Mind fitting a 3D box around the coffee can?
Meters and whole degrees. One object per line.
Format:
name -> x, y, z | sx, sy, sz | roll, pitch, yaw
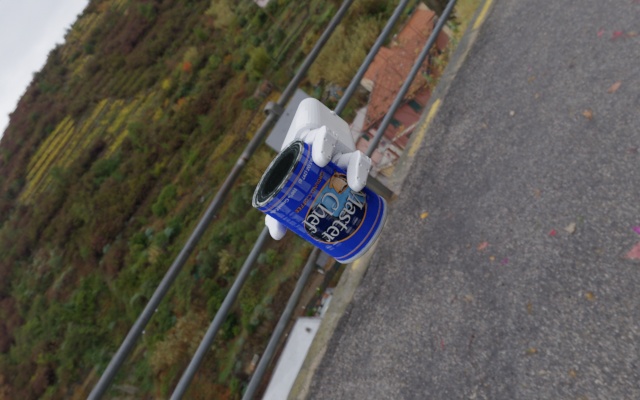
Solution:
coffee can -> 0.000, 0.002, 0.608 | 0.140, 0.103, 0.103 | 35, -14, -21
